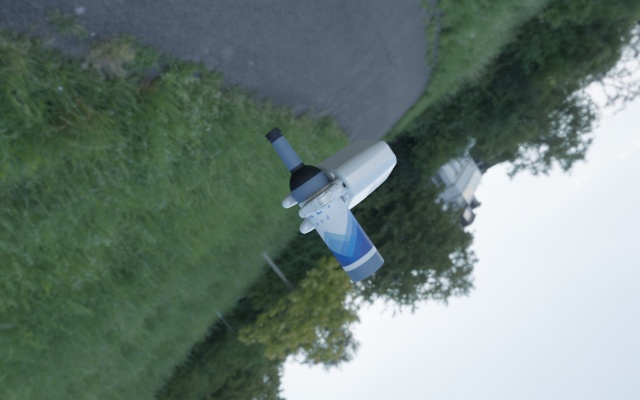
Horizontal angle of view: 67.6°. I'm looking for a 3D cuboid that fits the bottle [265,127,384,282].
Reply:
[{"bbox_3d":[0.000,0.003,0.824,0.069,0.296,0.069,-34,5,3],"label":"bottle"}]
